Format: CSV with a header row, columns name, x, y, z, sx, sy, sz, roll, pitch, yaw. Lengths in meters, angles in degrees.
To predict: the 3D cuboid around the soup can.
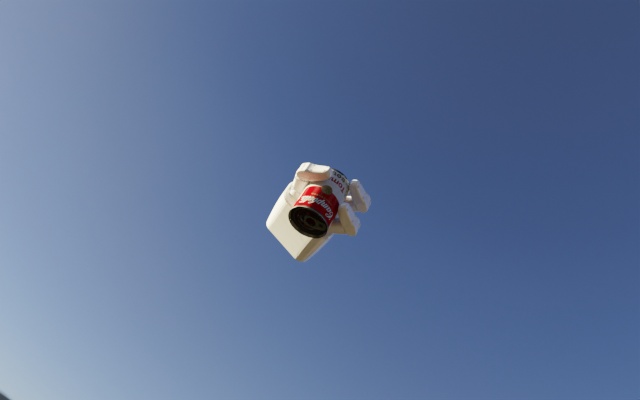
name,x,y,z,sx,sy,sz,roll,pitch,yaw
soup can,0.000,0.002,0.774,0.068,0.068,0.102,0,40,32
